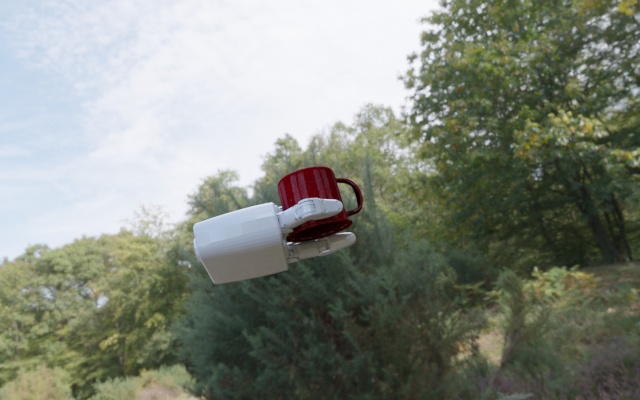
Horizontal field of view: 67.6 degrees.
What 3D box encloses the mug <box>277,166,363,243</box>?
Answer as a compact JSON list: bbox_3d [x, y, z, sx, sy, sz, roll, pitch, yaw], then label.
[{"bbox_3d":[0.001,0.002,0.654,0.117,0.081,0.093,-13,-15,-6],"label":"mug"}]
